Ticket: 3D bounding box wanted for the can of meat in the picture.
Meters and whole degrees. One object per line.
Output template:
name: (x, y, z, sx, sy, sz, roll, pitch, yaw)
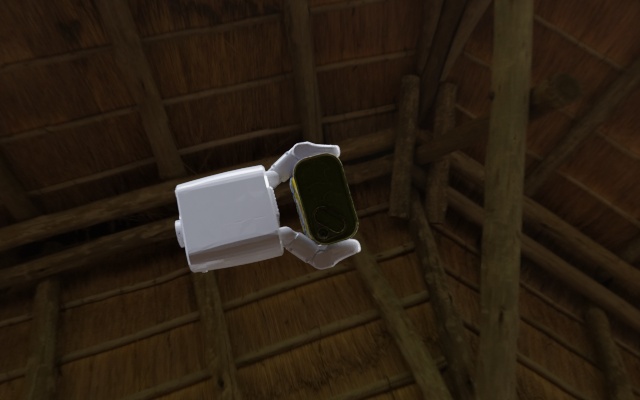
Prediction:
can of meat: (0.000, 0.002, 0.576, 0.057, 0.102, 0.084, -16, -3, -10)
